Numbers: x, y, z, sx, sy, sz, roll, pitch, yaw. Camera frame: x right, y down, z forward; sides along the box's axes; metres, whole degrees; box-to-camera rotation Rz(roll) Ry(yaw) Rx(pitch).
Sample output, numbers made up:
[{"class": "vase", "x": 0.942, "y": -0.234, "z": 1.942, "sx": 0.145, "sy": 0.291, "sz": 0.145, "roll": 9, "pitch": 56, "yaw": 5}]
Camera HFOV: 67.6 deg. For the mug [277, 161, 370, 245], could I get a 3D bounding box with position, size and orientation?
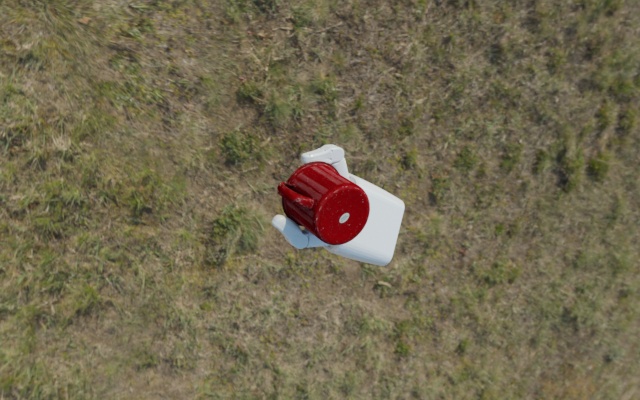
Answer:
[{"class": "mug", "x": -0.001, "y": 0.002, "z": 0.600, "sx": 0.117, "sy": 0.093, "sz": 0.081, "roll": 20, "pitch": 9, "yaw": -36}]
